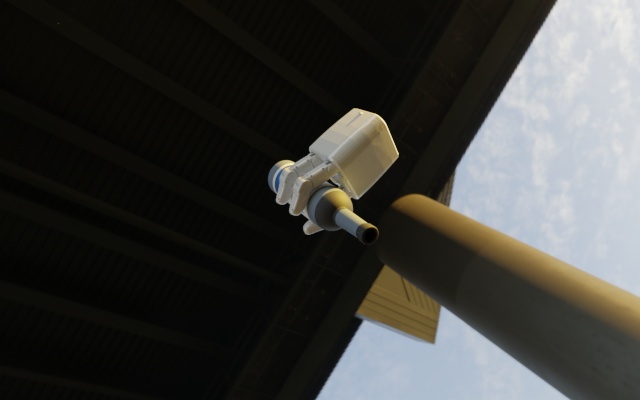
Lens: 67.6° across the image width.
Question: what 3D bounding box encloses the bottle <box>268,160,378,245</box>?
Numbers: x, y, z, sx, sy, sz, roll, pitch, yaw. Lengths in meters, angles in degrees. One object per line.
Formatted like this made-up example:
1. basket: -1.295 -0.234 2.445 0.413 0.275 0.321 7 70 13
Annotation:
1. bottle: 0.000 0.003 0.768 0.069 0.069 0.295 0 18 -29
